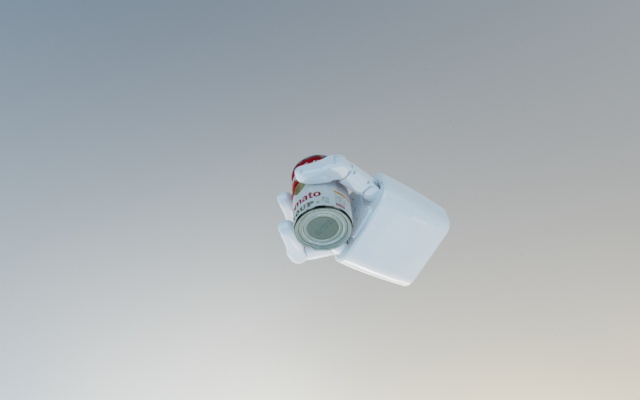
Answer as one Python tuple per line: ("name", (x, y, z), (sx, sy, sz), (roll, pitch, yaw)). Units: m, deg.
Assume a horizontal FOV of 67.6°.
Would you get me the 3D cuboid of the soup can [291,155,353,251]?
("soup can", (0.000, 0.002, 0.566), (0.068, 0.069, 0.102), (0, 39, -5))
